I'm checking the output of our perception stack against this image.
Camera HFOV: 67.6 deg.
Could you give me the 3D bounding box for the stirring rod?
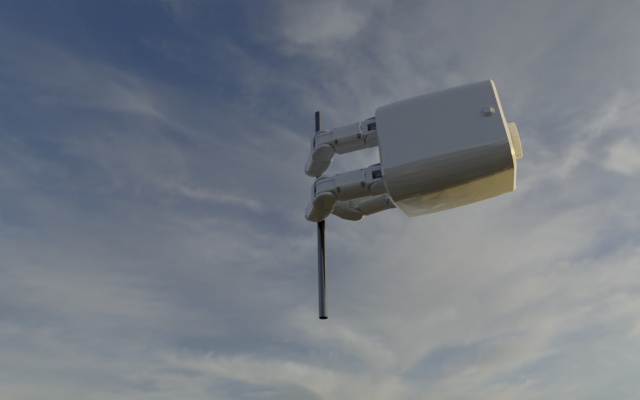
[{"bbox_3d":[0.000,0.002,0.482,0.011,0.239,0.011,-1,-33,-1],"label":"stirring rod"}]
